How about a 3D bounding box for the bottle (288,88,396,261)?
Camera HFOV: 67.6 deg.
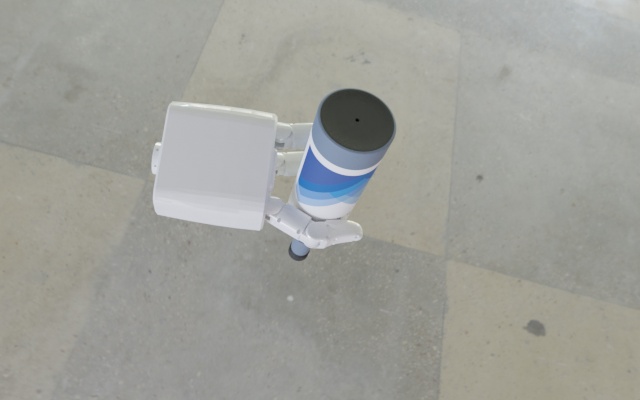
[{"bbox_3d":[0.000,0.002,0.511,0.069,0.069,0.296,0,-27,-13],"label":"bottle"}]
